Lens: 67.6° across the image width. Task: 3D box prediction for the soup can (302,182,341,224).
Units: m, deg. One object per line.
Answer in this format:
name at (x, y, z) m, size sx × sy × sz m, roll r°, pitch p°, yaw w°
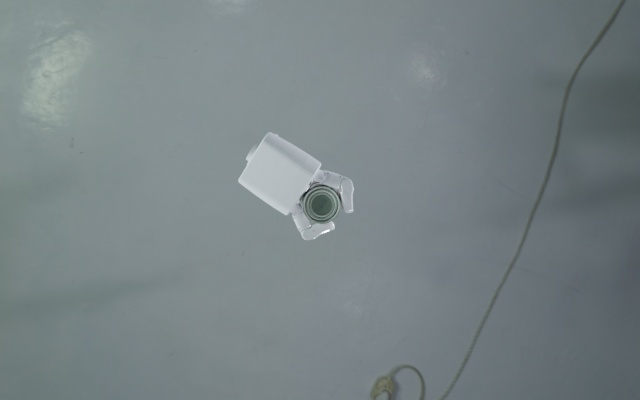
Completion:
soup can at (0.000, 0.003, 0.857) m, size 0.068 × 0.068 × 0.102 m, roll 0°, pitch 5°, yaw -2°
